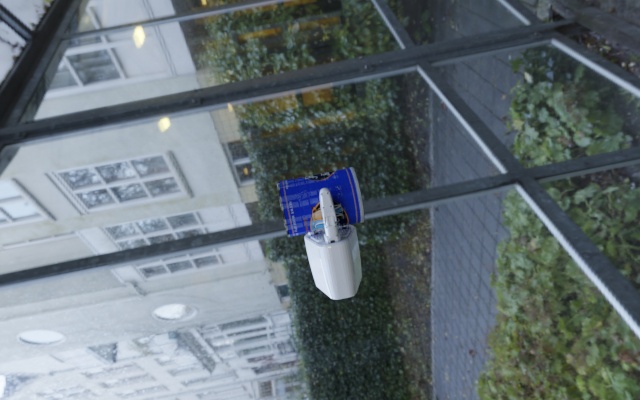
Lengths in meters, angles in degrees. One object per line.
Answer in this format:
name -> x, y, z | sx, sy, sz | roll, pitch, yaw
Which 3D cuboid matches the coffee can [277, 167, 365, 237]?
coffee can -> 0.000, 0.003, 0.866 | 0.140, 0.103, 0.103 | -11, 0, -2
